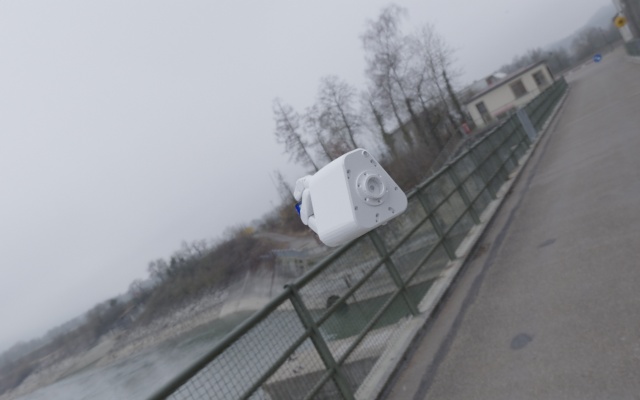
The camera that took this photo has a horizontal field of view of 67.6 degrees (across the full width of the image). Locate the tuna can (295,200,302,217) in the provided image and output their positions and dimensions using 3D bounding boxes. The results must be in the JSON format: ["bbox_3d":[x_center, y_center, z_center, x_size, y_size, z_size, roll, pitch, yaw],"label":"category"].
[{"bbox_3d":[0.000,0.002,0.804,0.086,0.034,0.086,-30,-4,-3],"label":"tuna can"}]
